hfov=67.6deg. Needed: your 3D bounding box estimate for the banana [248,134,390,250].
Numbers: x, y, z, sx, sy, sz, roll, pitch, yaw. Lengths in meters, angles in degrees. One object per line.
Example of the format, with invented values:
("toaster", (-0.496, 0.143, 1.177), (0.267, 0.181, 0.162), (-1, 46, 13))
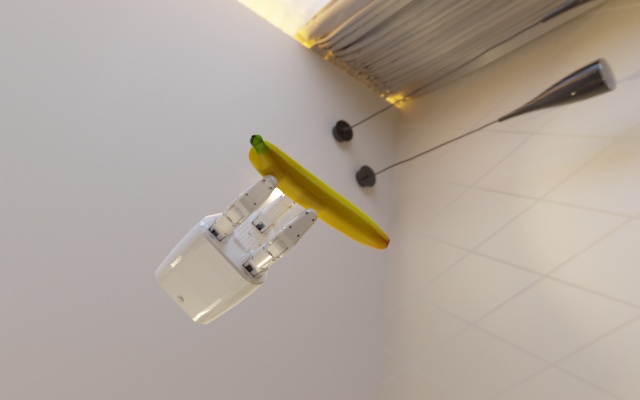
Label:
("banana", (-0.008, -0.006, 0.516), (0.198, 0.037, 0.069), (36, 4, -25))
